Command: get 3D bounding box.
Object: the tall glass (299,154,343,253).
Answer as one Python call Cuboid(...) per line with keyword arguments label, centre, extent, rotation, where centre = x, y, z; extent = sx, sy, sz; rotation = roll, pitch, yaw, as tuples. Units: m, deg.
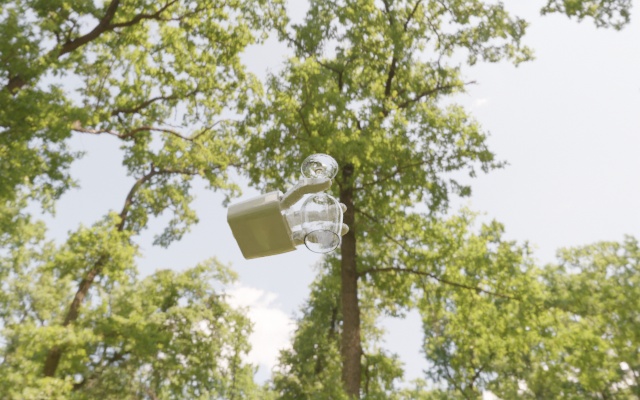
Cuboid(label="tall glass", centre=(0.000, 0.002, 0.885), extent=(0.079, 0.079, 0.200), rotation=(0, 43, -2))
